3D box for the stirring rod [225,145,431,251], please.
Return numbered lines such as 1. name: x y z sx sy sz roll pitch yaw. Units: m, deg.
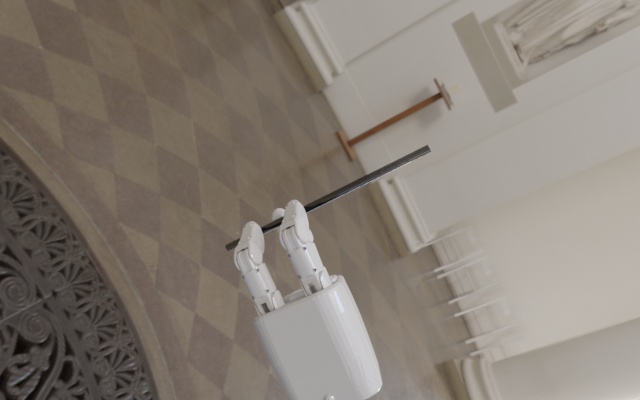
1. stirring rod: 0.000 0.002 0.487 0.239 0.011 0.011 -26 -9 19
